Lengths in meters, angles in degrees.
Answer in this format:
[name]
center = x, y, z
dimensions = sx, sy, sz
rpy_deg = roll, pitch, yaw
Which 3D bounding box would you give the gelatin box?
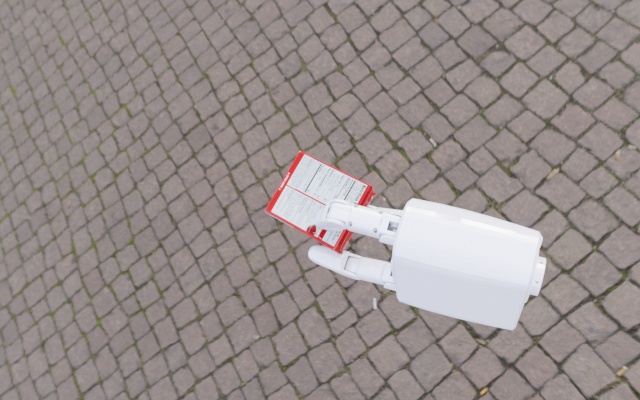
[gelatin box]
center = 0.000, 0.001, 0.484
dimensions = 0.089, 0.073, 0.030
rpy_deg = 28, -5, 20
